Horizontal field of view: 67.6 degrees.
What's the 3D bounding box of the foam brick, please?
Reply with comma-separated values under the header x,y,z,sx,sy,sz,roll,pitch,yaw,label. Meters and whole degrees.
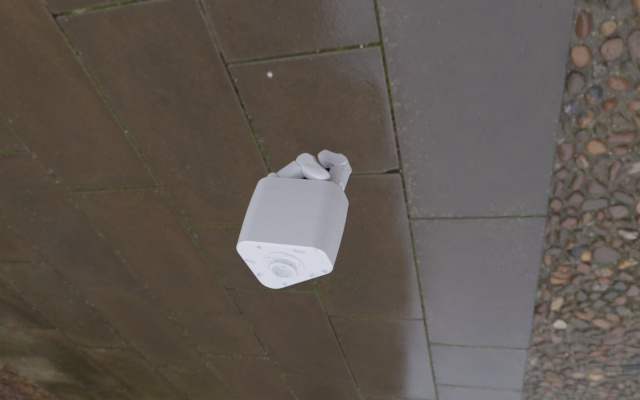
x,y,z,sx,sy,sz,roll,pitch,yaw,label
0.000,0.002,0.659,0.053,0.051,0.078,-9,-47,22,foam brick
